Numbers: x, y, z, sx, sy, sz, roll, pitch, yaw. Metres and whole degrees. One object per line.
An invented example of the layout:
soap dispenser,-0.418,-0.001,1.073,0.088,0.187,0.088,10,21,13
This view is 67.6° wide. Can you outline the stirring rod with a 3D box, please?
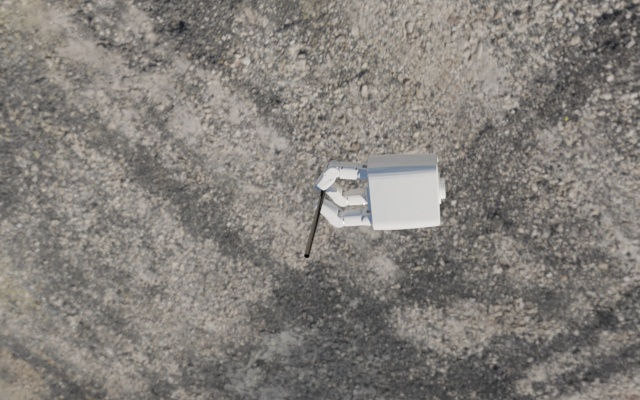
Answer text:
stirring rod,0.000,0.002,0.756,0.011,0.011,0.239,0,39,12
